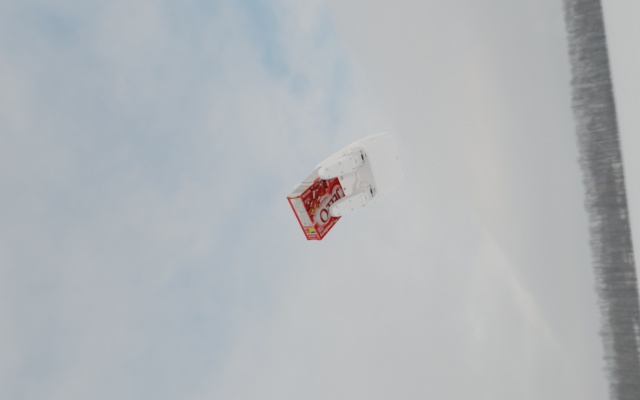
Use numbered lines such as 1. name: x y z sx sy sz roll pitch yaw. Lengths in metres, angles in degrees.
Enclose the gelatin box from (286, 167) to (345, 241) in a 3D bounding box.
1. gelatin box: 0.000 0.002 0.674 0.030 0.073 0.089 -5 29 40
